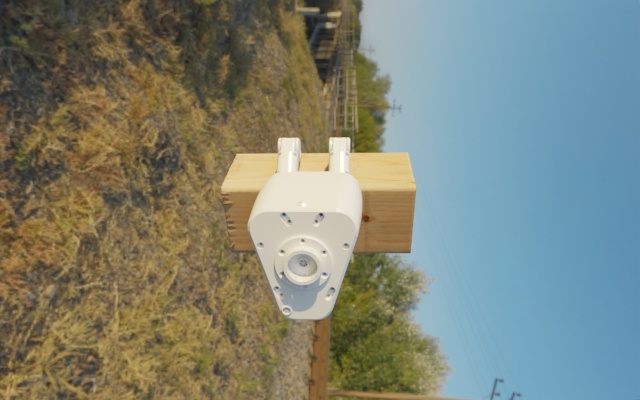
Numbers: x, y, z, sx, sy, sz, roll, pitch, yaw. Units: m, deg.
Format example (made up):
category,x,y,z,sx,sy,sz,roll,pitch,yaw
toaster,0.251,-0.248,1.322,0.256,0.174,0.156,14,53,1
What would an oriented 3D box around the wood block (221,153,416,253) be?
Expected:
category,x,y,z,sx,sy,sz,roll,pitch,yaw
wood block,0.000,0.002,0.559,0.206,0.091,0.090,0,31,3
